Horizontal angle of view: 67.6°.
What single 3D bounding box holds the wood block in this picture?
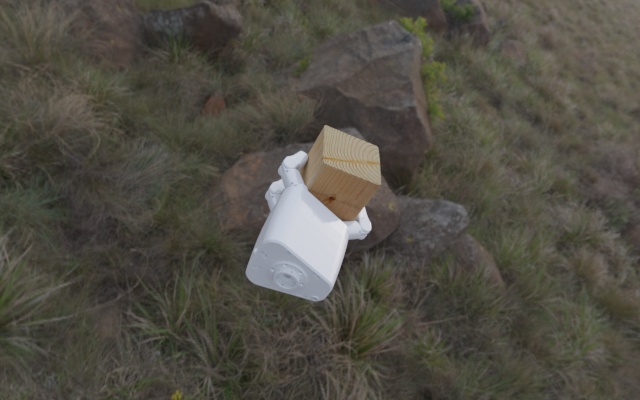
[{"bbox_3d":[0.000,0.003,0.725,0.091,0.090,0.206,20,-49,-16],"label":"wood block"}]
